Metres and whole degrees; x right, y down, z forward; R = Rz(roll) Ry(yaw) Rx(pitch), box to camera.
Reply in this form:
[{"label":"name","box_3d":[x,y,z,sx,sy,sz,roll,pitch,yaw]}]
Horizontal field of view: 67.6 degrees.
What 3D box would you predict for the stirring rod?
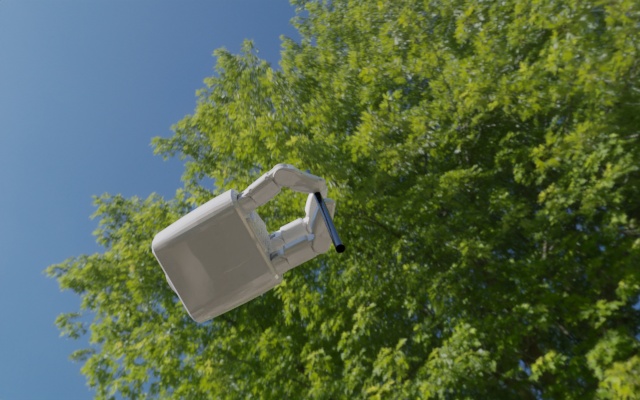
[{"label":"stirring rod","box_3d":[0.000,0.002,0.504,0.011,0.011,0.239,0,18,-8]}]
